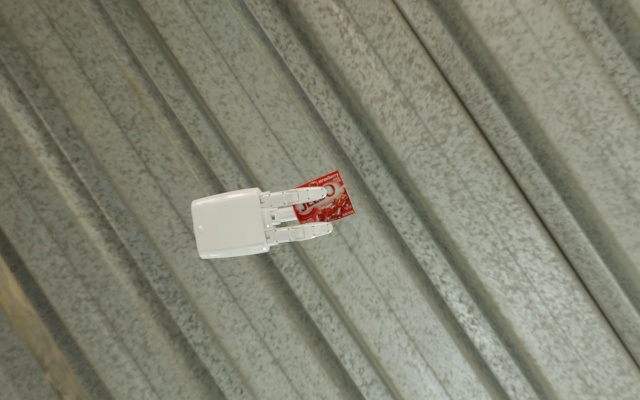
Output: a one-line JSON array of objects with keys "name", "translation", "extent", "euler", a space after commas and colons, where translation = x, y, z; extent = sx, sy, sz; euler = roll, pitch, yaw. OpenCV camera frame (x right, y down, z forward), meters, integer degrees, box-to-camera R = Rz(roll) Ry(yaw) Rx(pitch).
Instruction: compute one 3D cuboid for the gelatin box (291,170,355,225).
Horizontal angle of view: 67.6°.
[{"name": "gelatin box", "translation": [0.000, 0.002, 0.748], "extent": [0.089, 0.073, 0.030], "euler": [-22, 0, -2]}]
